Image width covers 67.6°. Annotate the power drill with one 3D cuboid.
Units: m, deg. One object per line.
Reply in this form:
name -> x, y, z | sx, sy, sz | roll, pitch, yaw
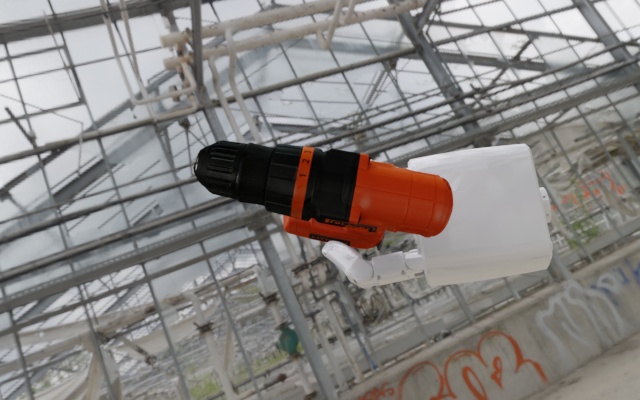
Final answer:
power drill -> 0.000, 0.001, 0.408 | 0.184, 0.057, 0.188 | 12, -7, 1
